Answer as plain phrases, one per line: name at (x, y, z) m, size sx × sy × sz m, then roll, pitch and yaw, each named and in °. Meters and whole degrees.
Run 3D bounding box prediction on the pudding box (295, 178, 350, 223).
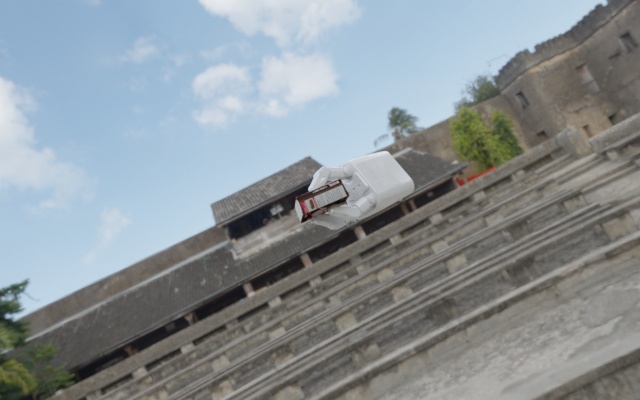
pudding box at (0.000, 0.003, 0.872) m, size 0.090 × 0.039 × 0.113 m, roll -24°, pitch -9°, yaw -7°
